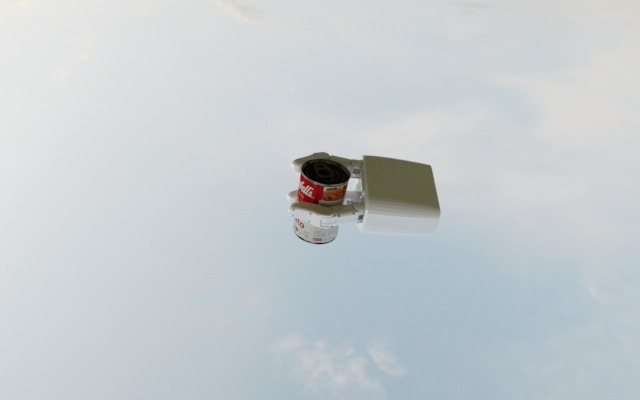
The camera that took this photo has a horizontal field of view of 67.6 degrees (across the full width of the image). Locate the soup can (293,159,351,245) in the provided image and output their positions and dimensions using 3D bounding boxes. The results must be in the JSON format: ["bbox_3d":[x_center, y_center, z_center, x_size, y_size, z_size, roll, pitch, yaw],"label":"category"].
[{"bbox_3d":[0.000,0.002,0.670,0.068,0.102,0.068,7,34,-5],"label":"soup can"}]
